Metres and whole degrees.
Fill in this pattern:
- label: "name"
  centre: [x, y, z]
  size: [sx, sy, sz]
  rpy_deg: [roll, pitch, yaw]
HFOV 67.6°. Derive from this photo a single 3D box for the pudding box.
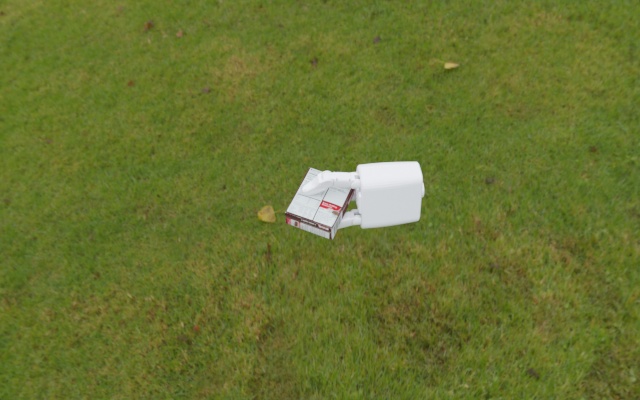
- label: "pudding box"
  centre: [0.000, 0.003, 0.837]
  size: [0.090, 0.113, 0.039]
  rpy_deg: [19, -35, 13]
